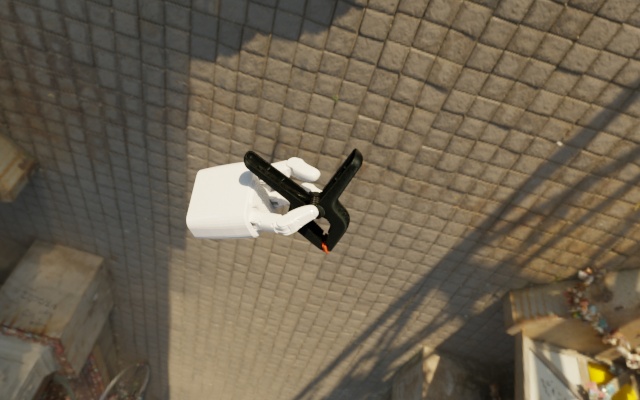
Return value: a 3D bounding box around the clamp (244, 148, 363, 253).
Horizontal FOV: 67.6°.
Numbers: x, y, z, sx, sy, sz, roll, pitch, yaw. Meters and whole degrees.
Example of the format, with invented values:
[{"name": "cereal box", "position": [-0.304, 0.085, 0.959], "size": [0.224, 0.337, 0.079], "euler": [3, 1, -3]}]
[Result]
[{"name": "clamp", "position": [0.000, 0.003, 0.693], "size": [0.164, 0.036, 0.210], "euler": [-4, -44, 21]}]
